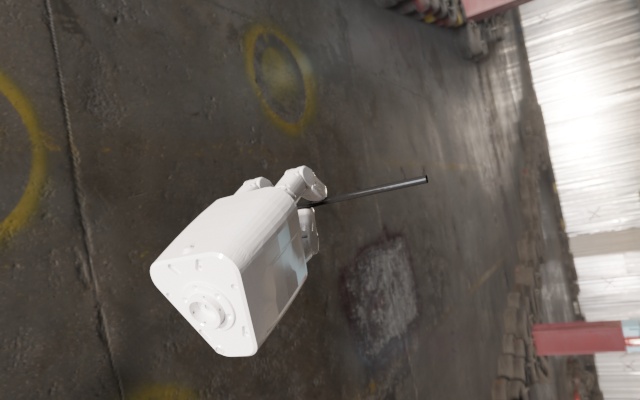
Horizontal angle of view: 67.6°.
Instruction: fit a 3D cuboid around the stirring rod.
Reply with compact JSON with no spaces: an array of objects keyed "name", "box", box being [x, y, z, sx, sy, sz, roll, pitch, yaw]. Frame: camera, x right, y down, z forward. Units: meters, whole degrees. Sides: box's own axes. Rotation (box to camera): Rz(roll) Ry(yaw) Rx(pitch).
[{"name":"stirring rod","box":[0.000,0.002,0.520,0.239,0.011,0.011,-12,-6,29]}]
